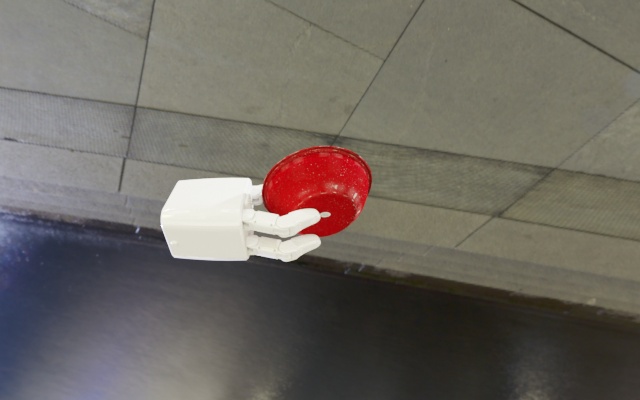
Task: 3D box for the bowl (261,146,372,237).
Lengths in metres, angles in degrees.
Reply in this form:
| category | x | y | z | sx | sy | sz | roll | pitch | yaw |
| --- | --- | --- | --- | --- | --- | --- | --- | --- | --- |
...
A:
| category | x | y | z | sx | sy | sz | roll | pitch | yaw |
| --- | --- | --- | --- | --- | --- | --- | --- | --- | --- |
| bowl | 0.001 | 0.002 | 0.670 | 0.162 | 0.055 | 0.162 | -8 | -43 | -7 |
